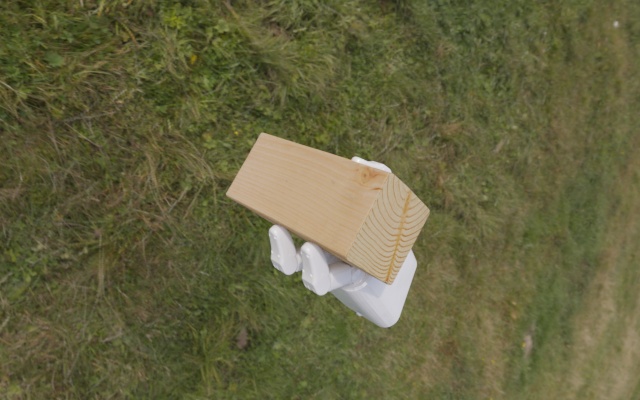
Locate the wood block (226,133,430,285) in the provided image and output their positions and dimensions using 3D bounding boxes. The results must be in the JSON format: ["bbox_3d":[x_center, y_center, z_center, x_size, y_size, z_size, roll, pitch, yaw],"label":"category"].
[{"bbox_3d":[0.001,0.002,0.528,0.206,0.091,0.090,23,-9,44],"label":"wood block"}]
